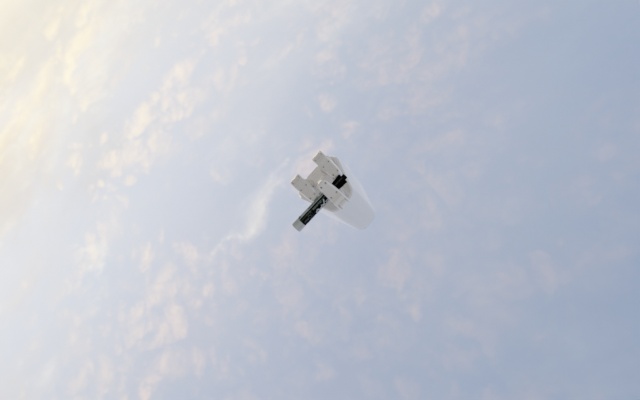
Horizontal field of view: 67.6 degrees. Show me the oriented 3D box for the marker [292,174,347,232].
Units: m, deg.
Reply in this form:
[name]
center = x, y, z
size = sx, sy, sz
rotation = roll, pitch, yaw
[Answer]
[marker]
center = 0.000, 0.003, 0.794
size = 0.020, 0.121, 0.020
rotation = 43, 5, -4
